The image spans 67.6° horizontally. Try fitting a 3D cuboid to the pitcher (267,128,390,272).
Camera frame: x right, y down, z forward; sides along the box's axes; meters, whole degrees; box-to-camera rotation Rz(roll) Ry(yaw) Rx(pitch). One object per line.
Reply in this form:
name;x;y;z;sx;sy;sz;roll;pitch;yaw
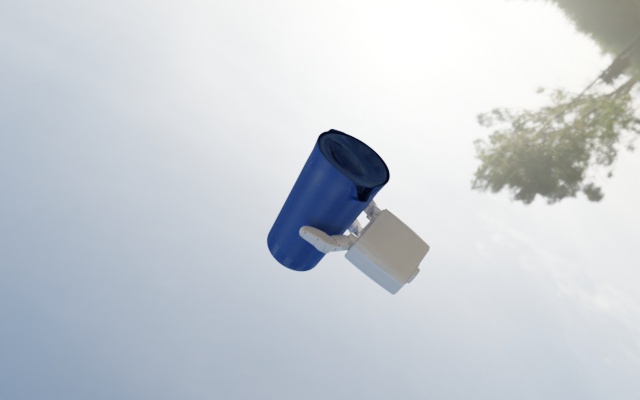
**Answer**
pitcher;0.000;0.003;0.827;0.145;0.243;0.149;40;34;8
